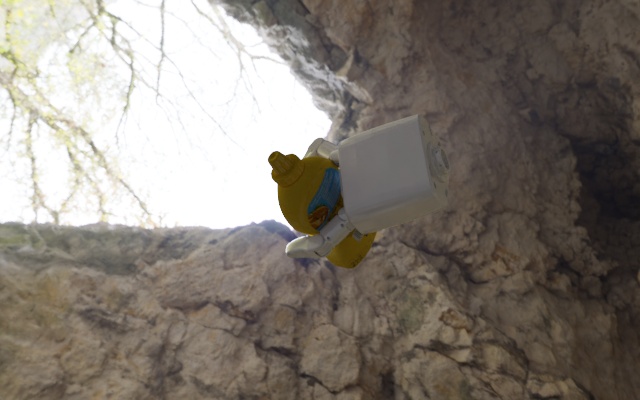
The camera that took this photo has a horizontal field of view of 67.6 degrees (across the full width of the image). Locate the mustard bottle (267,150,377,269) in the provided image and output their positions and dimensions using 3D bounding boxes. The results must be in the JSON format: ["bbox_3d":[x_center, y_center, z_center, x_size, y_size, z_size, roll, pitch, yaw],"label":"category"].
[{"bbox_3d":[0.000,0.002,0.595,0.058,0.096,0.192,6,-28,43],"label":"mustard bottle"}]
